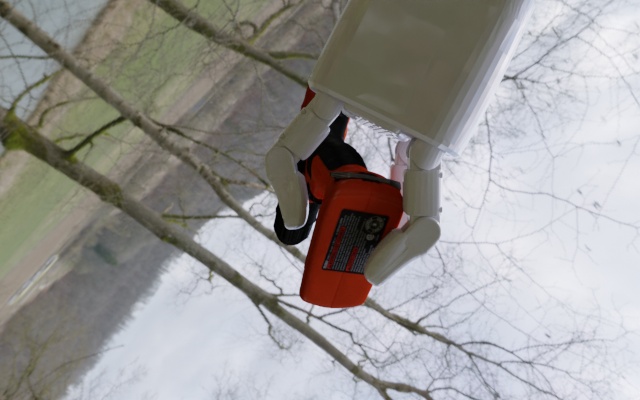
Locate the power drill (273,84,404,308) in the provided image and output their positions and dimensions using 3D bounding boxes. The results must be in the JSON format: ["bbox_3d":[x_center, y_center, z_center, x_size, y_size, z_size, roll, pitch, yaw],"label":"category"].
[{"bbox_3d":[0.000,0.001,0.410,0.057,0.184,0.187,6,30,-17],"label":"power drill"}]
